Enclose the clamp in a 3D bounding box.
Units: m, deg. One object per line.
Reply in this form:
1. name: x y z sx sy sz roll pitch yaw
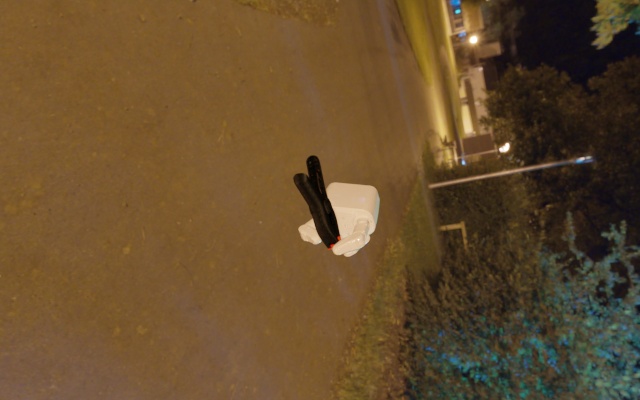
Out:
1. clamp: 0.001 0.003 0.855 0.039 0.171 0.120 -10 28 21
